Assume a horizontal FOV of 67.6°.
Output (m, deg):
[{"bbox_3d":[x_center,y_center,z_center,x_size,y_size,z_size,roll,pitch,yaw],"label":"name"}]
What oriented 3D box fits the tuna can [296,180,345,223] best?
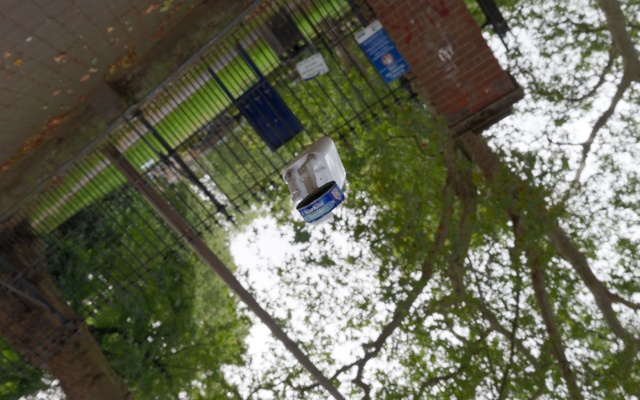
[{"bbox_3d":[0.000,0.003,0.844,0.086,0.034,0.086,-34,11,7],"label":"tuna can"}]
